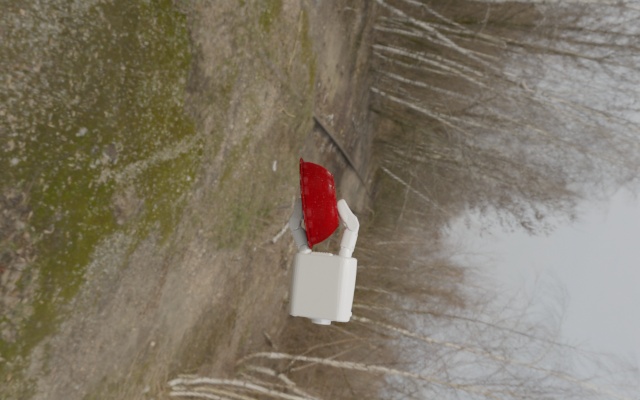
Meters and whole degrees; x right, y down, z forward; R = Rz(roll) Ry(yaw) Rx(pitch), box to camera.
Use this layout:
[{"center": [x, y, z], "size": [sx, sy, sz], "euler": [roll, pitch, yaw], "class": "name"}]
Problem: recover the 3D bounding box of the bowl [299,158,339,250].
[{"center": [0.000, 0.001, 0.835], "size": [0.055, 0.162, 0.162], "euler": [-7, 0, 3], "class": "bowl"}]
